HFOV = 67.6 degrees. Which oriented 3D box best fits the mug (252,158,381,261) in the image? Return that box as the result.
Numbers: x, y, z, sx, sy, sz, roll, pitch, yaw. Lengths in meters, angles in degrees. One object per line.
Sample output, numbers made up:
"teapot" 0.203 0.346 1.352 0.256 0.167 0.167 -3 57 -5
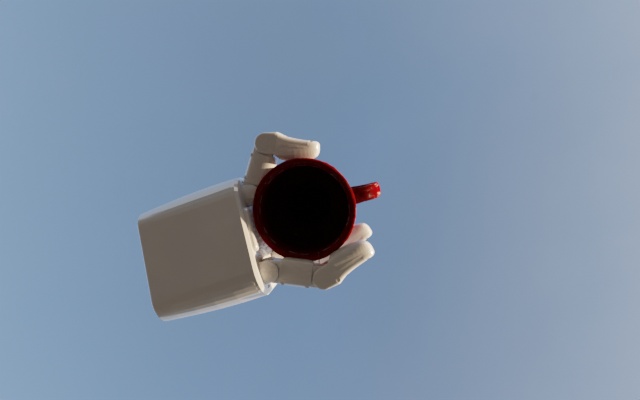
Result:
"mug" 0.001 0.001 0.461 0.117 0.093 0.081 -17 4 7
